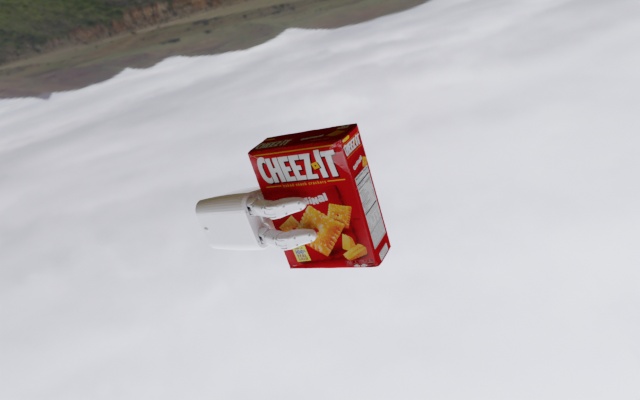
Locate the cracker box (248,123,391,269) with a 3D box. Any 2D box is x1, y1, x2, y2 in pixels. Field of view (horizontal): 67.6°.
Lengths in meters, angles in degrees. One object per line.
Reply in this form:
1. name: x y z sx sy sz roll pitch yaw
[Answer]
1. cracker box: 0.000 0.002 0.738 0.164 0.214 0.072 -5 26 30
